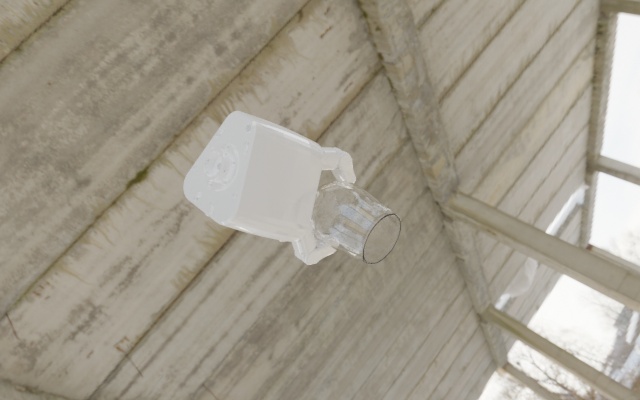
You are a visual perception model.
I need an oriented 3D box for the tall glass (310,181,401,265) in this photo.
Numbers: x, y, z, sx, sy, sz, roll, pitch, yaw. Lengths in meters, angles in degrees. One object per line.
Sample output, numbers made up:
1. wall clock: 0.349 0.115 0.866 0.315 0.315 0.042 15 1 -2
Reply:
1. tall glass: 0.000 0.002 0.575 0.201 0.079 0.079 31 20 38
